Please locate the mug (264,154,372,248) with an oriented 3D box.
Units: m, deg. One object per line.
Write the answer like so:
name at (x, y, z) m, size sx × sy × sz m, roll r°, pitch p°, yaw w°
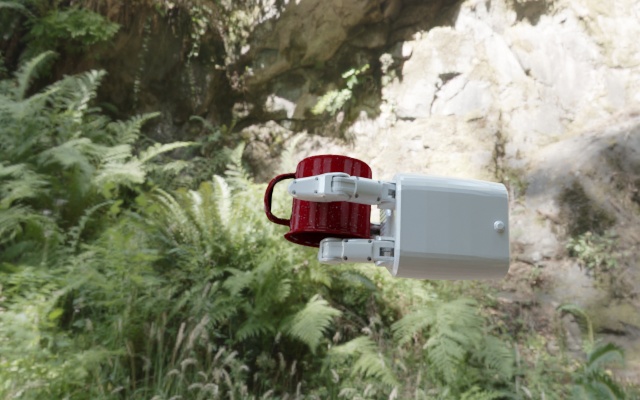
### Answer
mug at (-0.001, 0.001, 0.495) m, size 0.117 × 0.081 × 0.093 m, roll 5°, pitch -15°, yaw -4°
